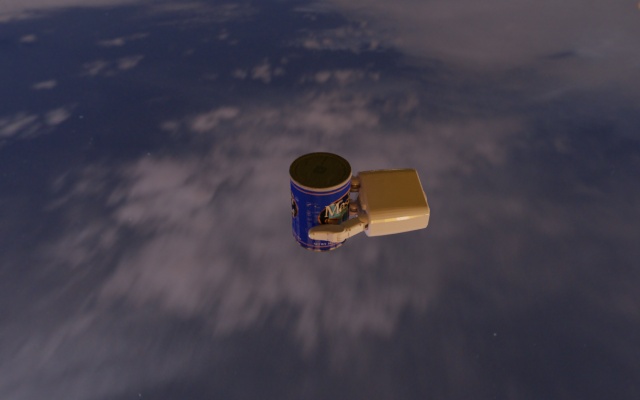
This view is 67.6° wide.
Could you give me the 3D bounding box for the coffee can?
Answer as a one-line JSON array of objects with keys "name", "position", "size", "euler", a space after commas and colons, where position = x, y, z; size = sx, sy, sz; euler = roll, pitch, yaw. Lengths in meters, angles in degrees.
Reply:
[{"name": "coffee can", "position": [0.000, 0.003, 0.823], "size": [0.103, 0.140, 0.102], "euler": [0, 39, 0]}]
